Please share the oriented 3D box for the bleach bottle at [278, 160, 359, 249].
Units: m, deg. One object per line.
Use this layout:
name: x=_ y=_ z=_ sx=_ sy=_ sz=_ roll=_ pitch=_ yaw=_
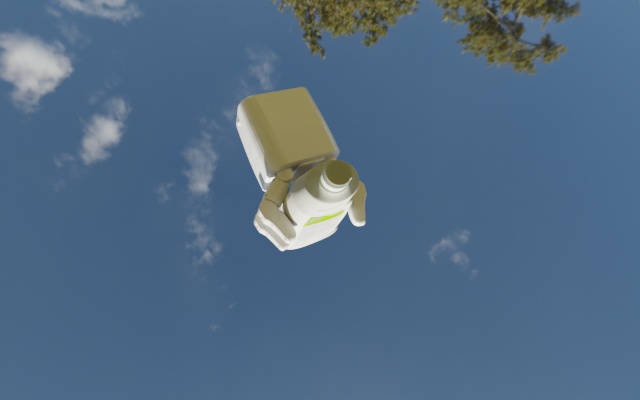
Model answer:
bleach bottle: x=0.000 y=0.002 z=0.613 sx=0.102 sy=0.068 sz=0.251 roll=-23 pitch=-10 yaw=-18
